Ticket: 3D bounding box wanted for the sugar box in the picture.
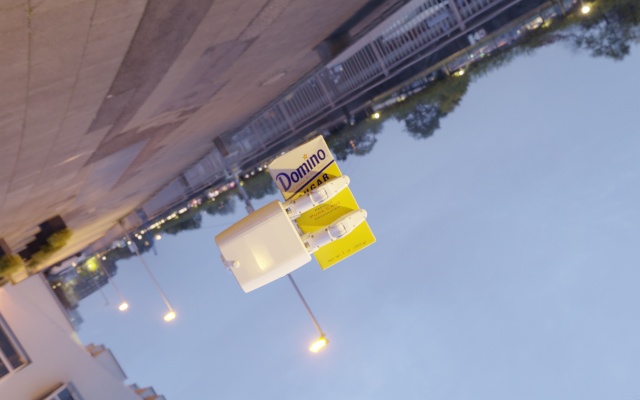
[{"bbox_3d":[0.000,0.003,0.705,0.093,0.176,0.048,-29,7,-4],"label":"sugar box"}]
